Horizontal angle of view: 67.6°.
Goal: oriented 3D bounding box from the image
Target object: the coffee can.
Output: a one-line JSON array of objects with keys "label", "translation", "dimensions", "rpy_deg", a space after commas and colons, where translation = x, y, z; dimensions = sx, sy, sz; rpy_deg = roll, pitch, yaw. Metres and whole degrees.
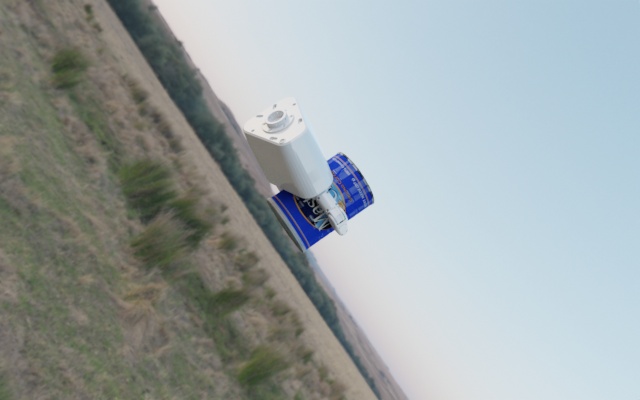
[{"label": "coffee can", "translation": [0.000, 0.003, 0.766], "dimensions": [0.140, 0.103, 0.103], "rpy_deg": [-34, 6, -9]}]
